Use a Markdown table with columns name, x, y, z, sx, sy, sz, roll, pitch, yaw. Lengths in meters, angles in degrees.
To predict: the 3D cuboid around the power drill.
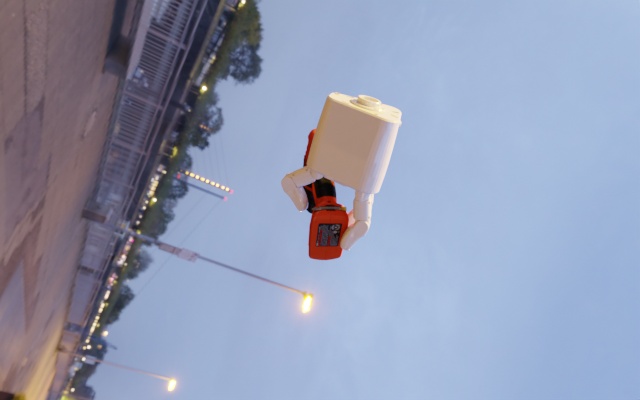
| name | x | y | z | sx | sy | sz | roll | pitch | yaw |
| --- | --- | --- | --- | --- | --- | --- | --- | --- | --- |
| power drill | 0.000 | 0.003 | 0.781 | 0.057 | 0.187 | 0.185 | -2 | -44 | -7 |
